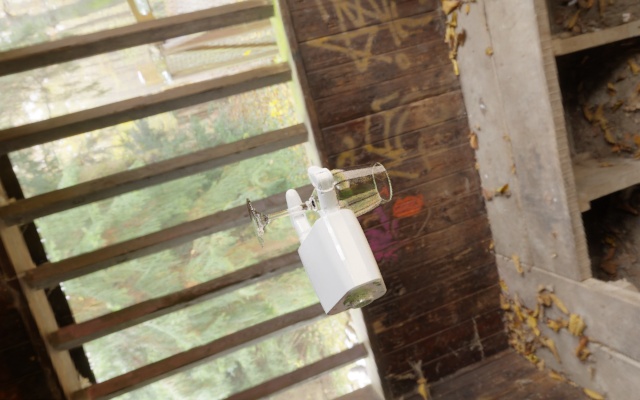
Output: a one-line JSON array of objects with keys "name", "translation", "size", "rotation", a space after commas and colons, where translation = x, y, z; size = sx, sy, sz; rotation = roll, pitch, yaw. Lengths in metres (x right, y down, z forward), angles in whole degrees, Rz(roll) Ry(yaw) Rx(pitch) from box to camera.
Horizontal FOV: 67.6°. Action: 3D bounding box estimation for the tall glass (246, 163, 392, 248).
[{"name": "tall glass", "translation": [-0.001, 0.002, 0.688], "size": [0.201, 0.079, 0.079], "rotation": [-18, 4, -13]}]
